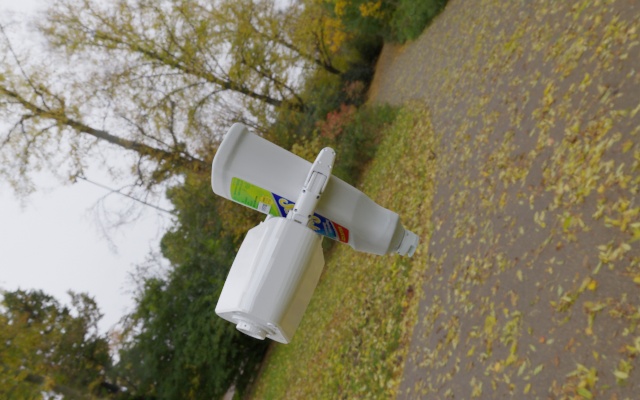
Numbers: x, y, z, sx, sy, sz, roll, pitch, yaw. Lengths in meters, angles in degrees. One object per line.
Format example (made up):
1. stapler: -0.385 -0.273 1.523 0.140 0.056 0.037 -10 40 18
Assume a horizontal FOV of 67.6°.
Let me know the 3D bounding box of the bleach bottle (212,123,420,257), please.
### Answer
1. bleach bottle: 0.000 0.002 0.563 0.251 0.068 0.103 24 -26 -2
